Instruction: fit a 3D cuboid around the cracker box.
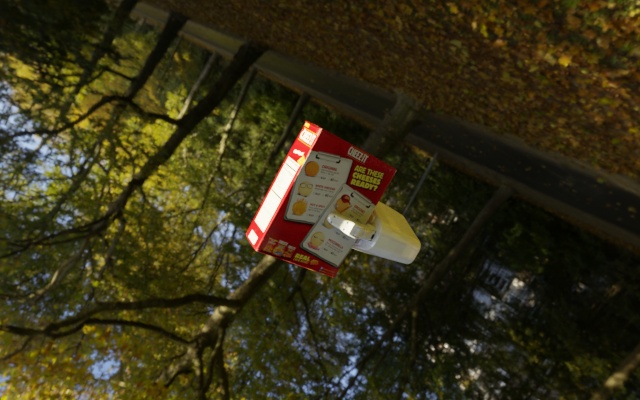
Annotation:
[{"bbox_3d":[0.000,0.003,0.783,0.164,0.214,0.072,24,9,-33],"label":"cracker box"}]
